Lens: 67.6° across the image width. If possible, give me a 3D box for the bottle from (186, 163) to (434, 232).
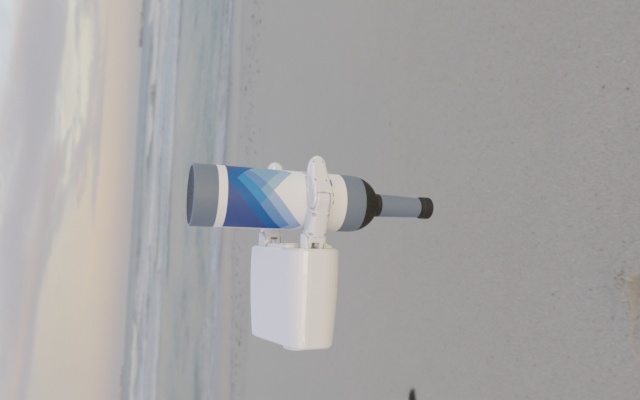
[{"bbox_3d":[0.000,0.002,0.554,0.296,0.069,0.069,3,-1,-22],"label":"bottle"}]
